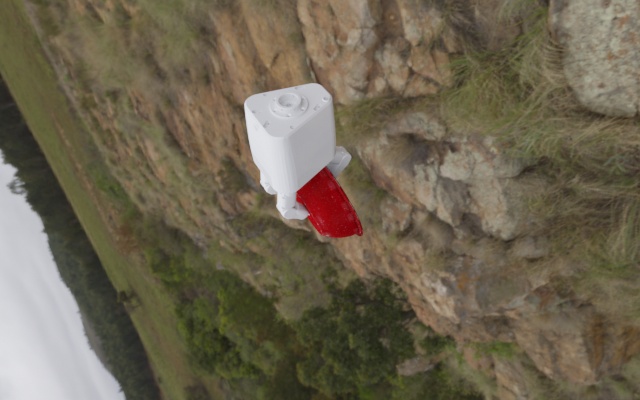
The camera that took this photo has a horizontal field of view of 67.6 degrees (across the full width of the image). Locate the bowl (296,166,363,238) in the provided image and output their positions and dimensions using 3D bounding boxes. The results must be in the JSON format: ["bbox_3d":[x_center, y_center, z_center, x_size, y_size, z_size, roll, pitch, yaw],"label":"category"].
[{"bbox_3d":[0.000,0.004,0.757,0.055,0.162,0.162,-33,5,-7],"label":"bowl"}]
